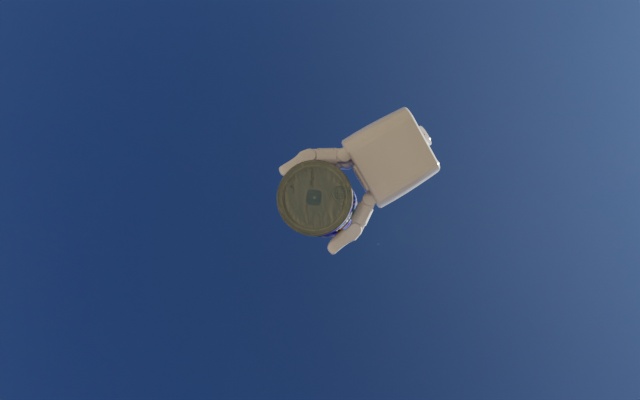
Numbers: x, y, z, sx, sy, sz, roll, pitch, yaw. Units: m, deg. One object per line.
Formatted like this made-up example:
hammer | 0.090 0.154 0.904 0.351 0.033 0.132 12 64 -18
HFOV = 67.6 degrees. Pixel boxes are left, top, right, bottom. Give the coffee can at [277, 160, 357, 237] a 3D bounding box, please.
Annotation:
coffee can | 0.000 0.002 0.702 0.103 0.103 0.140 0 -5 7
